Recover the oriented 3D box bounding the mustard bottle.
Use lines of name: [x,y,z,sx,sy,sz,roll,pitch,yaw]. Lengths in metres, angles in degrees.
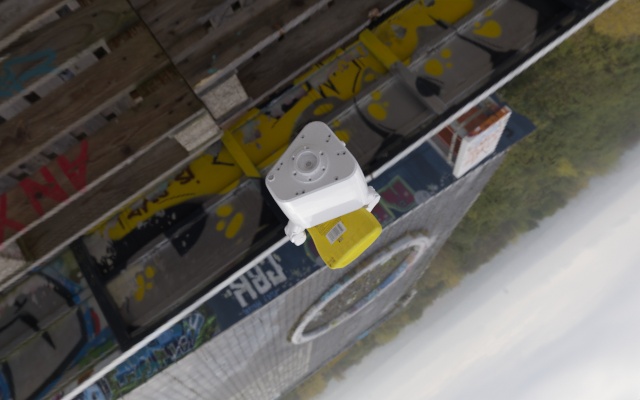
mustard bottle: [0.000,0.003,0.723,0.096,0.191,0.058,-46,-23,22]
